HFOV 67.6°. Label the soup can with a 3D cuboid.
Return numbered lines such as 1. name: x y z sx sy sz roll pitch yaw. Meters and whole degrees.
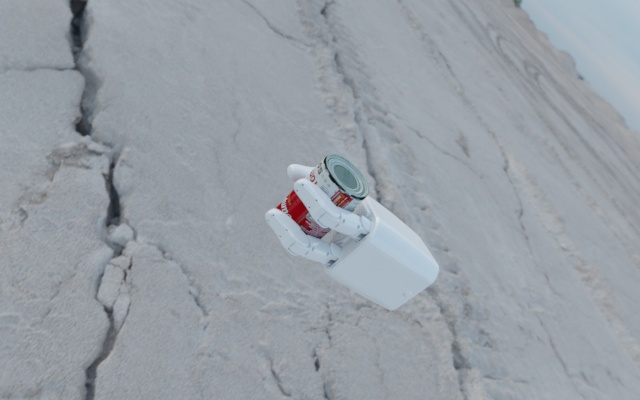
1. soup can: 0.000 0.001 0.569 0.068 0.068 0.102 0 -37 -51
